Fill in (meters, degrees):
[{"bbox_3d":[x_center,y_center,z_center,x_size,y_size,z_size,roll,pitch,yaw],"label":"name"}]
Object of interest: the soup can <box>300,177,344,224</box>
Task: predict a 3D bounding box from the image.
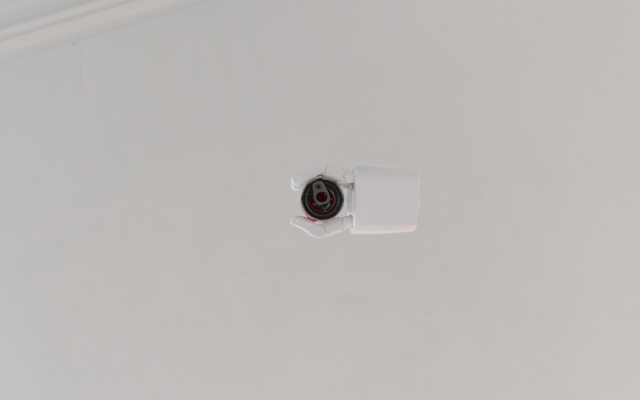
[{"bbox_3d":[0.000,0.003,0.789,0.068,0.068,0.102,0,-6,-4],"label":"soup can"}]
